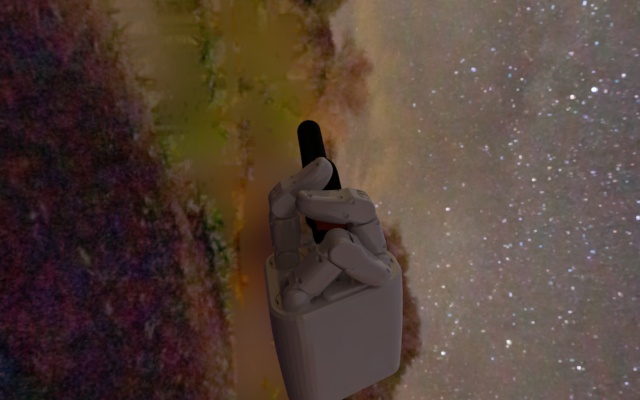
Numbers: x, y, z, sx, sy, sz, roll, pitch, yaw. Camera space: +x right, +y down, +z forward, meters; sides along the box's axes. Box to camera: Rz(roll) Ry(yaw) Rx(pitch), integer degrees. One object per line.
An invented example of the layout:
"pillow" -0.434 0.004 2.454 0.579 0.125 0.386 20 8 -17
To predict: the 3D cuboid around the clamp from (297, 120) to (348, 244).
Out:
"clamp" 0.001 0.001 0.461 0.039 0.120 0.171 -11 27 -1
